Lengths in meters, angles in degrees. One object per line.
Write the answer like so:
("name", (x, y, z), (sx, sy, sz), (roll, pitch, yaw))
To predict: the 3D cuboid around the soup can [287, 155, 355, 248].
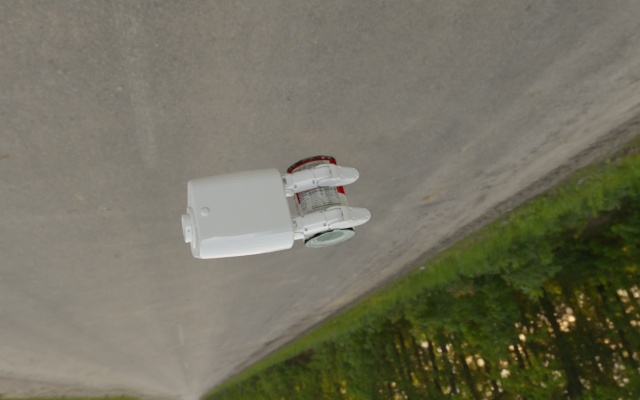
("soup can", (0.001, 0.002, 0.615), (0.068, 0.102, 0.068), (-13, -18, -4))
